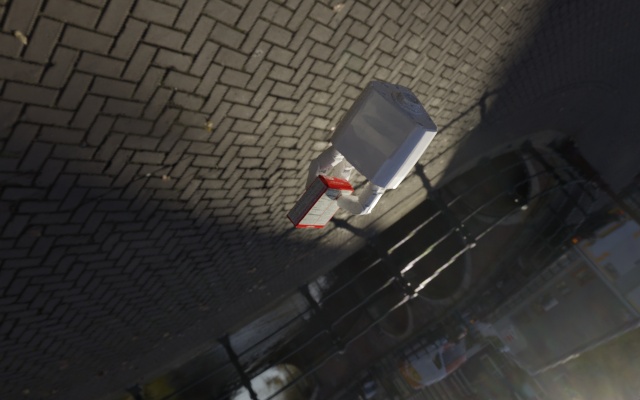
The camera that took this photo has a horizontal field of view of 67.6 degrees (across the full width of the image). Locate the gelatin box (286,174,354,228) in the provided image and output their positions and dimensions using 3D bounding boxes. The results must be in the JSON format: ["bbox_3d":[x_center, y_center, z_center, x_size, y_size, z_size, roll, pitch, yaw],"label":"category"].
[{"bbox_3d":[0.000,0.003,0.743,0.073,0.089,0.030,5,39,-55],"label":"gelatin box"}]
